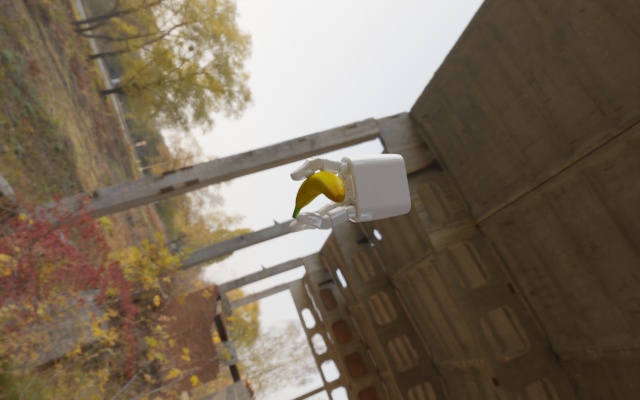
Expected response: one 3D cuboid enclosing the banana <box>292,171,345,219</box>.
[{"bbox_3d":[-0.001,-0.015,0.794,0.037,0.069,0.198,3,-11,-21],"label":"banana"}]
